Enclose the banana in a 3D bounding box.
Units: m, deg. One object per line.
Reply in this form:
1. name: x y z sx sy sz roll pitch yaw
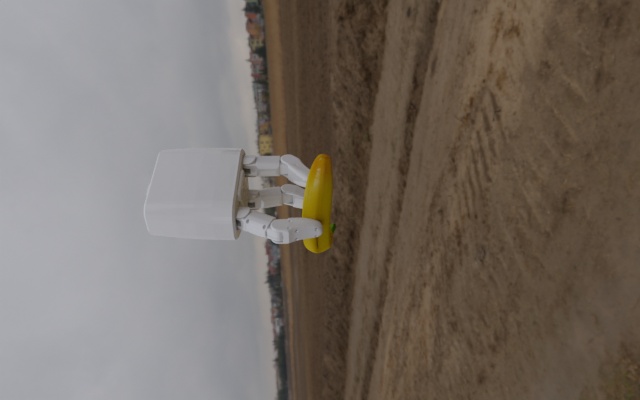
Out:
1. banana: -0.003 0.020 0.600 0.037 0.069 0.198 7 -27 6
